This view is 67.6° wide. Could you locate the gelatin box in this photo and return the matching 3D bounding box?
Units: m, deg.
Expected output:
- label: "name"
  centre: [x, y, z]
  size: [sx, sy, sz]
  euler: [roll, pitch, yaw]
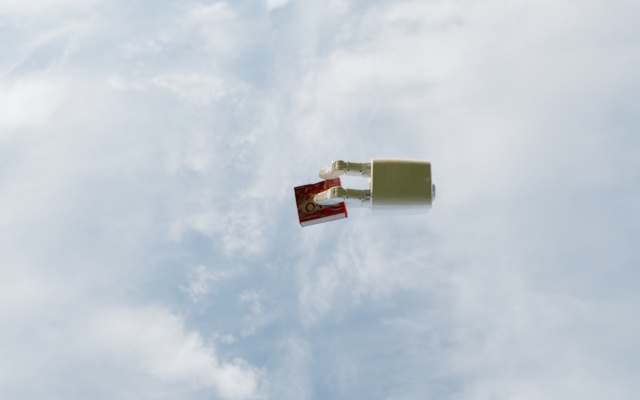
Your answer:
- label: "gelatin box"
  centre: [0.000, 0.003, 0.872]
  size: [0.089, 0.073, 0.030]
  euler: [-13, -24, 4]
